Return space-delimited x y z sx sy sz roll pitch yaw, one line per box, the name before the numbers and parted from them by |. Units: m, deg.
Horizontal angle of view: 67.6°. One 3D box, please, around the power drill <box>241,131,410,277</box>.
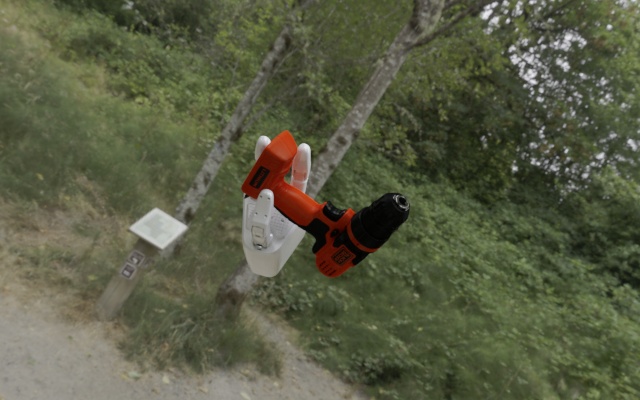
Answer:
power drill | 0.000 0.002 0.605 0.057 0.187 0.184 -47 0 -45
